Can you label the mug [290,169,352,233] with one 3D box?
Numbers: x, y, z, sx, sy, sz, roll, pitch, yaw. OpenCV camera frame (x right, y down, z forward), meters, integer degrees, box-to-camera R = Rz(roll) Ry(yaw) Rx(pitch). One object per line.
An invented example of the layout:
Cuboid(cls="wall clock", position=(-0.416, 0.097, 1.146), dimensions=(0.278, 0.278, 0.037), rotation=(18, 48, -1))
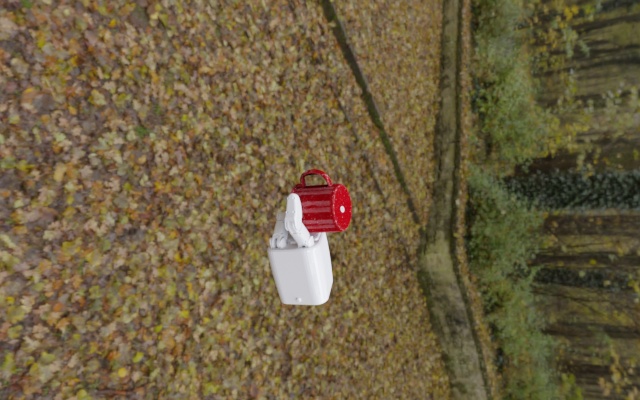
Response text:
Cuboid(cls="mug", position=(0.000, 0.001, 0.813), dimensions=(0.081, 0.117, 0.093), rotation=(-4, 17, 26))
